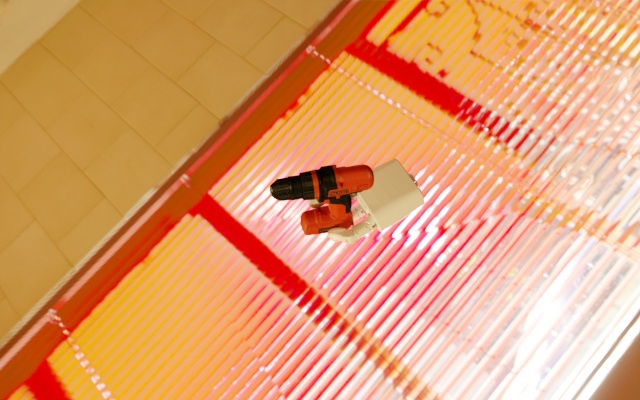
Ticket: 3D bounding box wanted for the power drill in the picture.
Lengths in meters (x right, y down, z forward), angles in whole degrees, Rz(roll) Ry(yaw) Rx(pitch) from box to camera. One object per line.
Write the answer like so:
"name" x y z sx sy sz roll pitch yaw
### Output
"power drill" 0.000 0.003 0.893 0.184 0.057 0.188 -7 -26 -7
